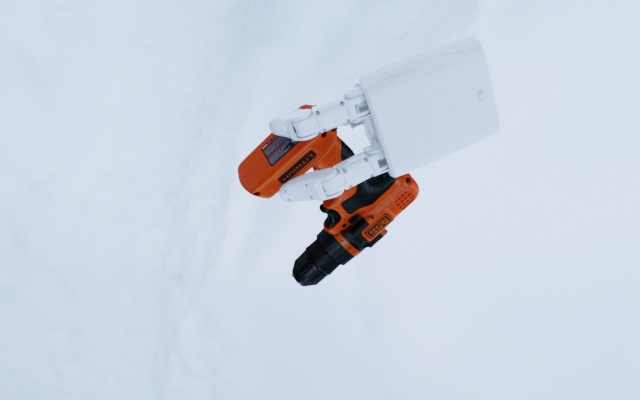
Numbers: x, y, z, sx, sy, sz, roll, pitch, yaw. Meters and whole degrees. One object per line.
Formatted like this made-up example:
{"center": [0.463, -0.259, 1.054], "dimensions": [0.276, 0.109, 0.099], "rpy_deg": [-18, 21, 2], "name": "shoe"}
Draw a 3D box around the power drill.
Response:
{"center": [0.000, 0.001, 0.516], "dimensions": [0.188, 0.184, 0.057], "rpy_deg": [40, 8, -44], "name": "power drill"}
